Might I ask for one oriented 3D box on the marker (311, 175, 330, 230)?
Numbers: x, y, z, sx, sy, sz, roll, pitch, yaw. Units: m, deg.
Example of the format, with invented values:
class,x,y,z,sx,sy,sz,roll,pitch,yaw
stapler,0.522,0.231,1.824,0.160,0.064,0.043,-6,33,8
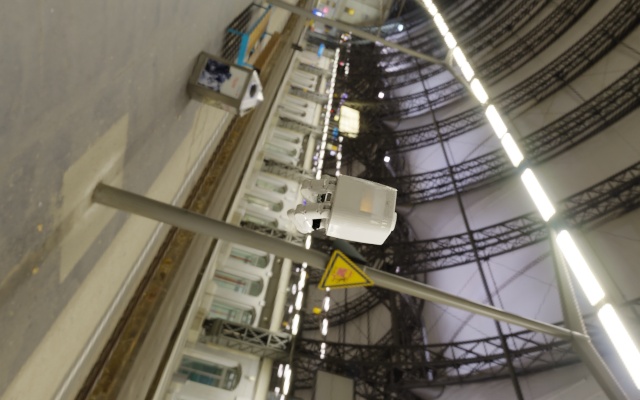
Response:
class,x,y,z,sx,sy,sz,roll,pitch,yaw
marker,0.000,0.003,0.889,0.020,0.121,0.020,8,-36,6
